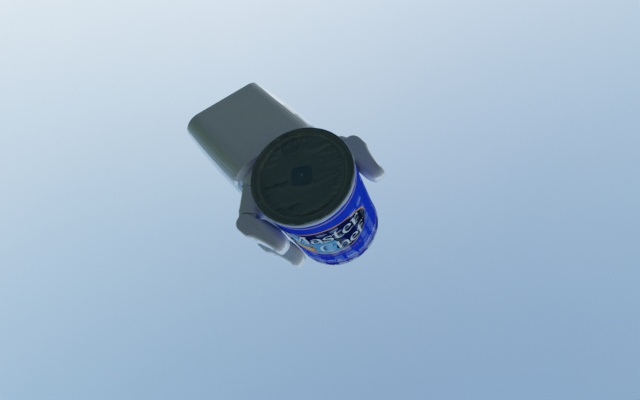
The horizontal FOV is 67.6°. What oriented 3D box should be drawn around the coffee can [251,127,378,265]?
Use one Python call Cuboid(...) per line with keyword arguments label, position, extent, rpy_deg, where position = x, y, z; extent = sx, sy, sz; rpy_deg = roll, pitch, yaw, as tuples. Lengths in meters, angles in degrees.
Cuboid(label="coffee can", position=(0.000, 0.002, 0.508), extent=(0.103, 0.102, 0.140), rpy_deg=(0, -22, 16))
